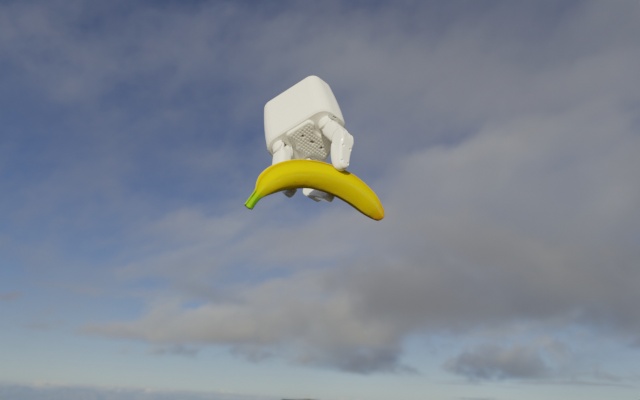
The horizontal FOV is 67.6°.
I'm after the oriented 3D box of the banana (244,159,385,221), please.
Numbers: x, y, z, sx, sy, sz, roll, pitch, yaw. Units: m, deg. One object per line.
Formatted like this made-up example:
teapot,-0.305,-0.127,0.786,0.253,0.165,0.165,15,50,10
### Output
banana,0.001,-0.016,0.620,0.198,0.070,0.037,6,14,-23
